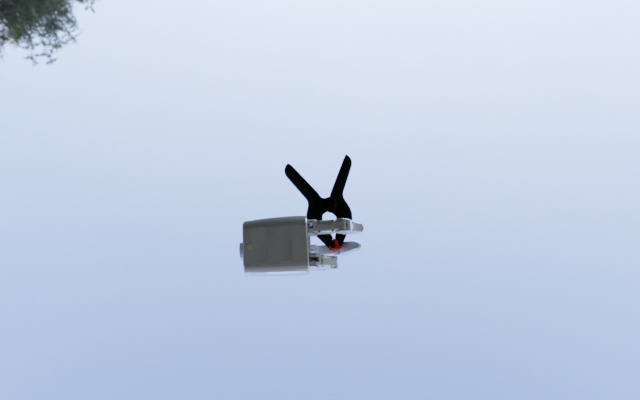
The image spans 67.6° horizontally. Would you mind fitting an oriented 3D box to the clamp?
[{"bbox_3d":[0.000,0.003,0.829,0.120,0.171,0.039,-3,-16,-2],"label":"clamp"}]
